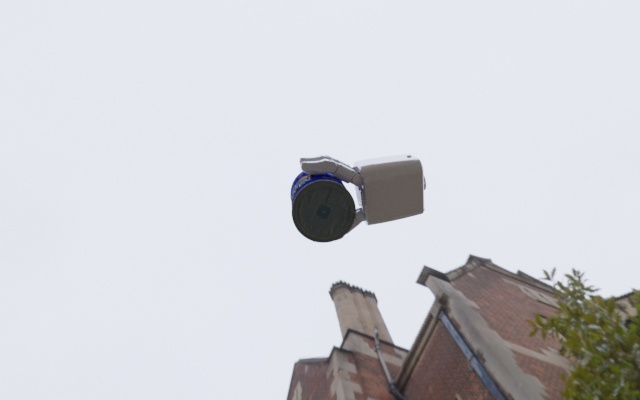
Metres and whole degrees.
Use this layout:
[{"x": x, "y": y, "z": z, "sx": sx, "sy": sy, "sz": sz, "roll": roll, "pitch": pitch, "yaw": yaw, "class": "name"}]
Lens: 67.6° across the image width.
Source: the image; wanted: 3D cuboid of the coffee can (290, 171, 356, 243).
[{"x": 0.000, "y": 0.003, "z": 0.822, "sx": 0.103, "sy": 0.103, "sz": 0.140, "roll": 0, "pitch": 13, "yaw": -5, "class": "coffee can"}]
